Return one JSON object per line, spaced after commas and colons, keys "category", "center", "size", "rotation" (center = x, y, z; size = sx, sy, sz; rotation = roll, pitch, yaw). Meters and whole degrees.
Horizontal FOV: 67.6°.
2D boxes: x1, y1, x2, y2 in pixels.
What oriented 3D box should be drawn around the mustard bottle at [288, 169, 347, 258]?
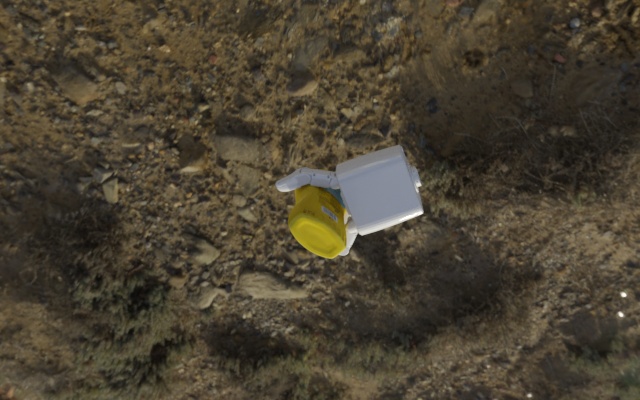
{"category": "mustard bottle", "center": [0.000, 0.003, 0.777], "size": [0.096, 0.058, 0.191], "rotation": [37, 28, -20]}
